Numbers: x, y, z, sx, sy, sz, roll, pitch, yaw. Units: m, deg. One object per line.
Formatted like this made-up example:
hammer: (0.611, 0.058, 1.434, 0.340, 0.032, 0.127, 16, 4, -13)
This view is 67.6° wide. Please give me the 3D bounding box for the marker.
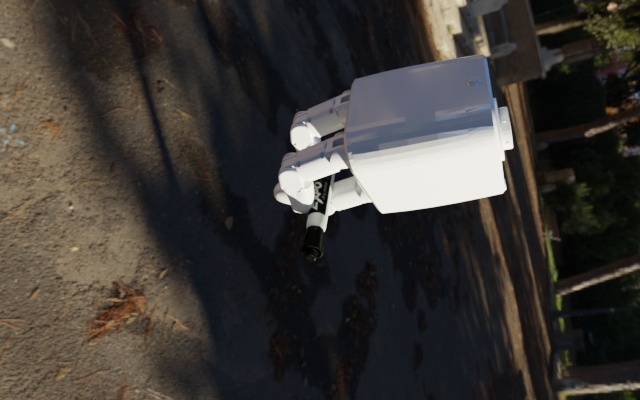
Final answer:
marker: (0.000, 0.001, 0.428, 0.020, 0.121, 0.020, 6, -40, 5)
